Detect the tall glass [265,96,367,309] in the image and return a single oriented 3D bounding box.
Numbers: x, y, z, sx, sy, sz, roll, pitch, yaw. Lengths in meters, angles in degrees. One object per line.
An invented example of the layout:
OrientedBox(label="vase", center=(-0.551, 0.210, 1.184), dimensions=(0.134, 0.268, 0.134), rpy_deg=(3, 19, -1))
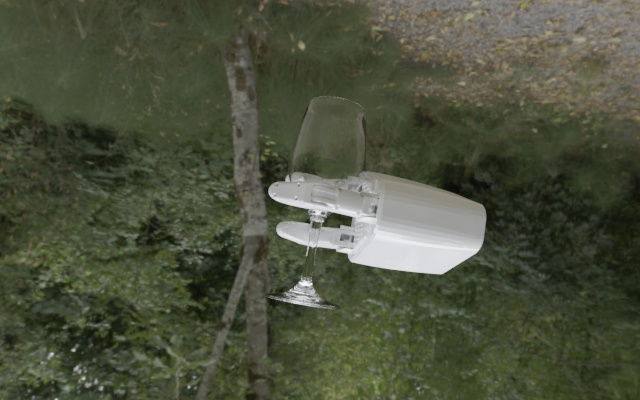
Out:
OrientedBox(label="tall glass", center=(0.000, 0.002, 0.478), dimensions=(0.079, 0.201, 0.079), rpy_deg=(10, -8, 1))
